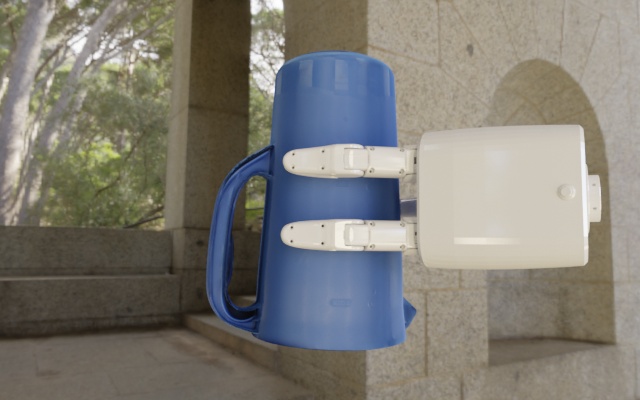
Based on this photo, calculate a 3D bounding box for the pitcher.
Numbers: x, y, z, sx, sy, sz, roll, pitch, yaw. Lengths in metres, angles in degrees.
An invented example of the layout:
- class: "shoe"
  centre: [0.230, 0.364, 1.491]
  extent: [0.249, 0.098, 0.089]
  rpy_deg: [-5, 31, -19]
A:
- class: "pitcher"
  centre: [0.000, 0.001, 0.419]
  extent: [0.145, 0.243, 0.149]
  rpy_deg: [-2, -6, 27]
